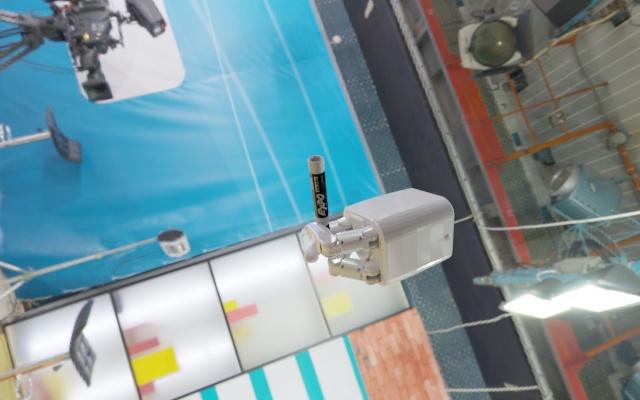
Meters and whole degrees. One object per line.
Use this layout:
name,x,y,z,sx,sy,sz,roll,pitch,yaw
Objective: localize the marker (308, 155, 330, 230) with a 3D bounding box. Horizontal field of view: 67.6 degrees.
marker,0.000,0.002,0.585,0.020,0.121,0.020,-4,33,3
